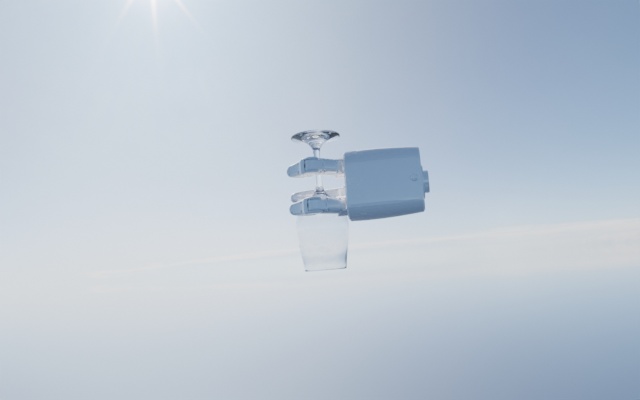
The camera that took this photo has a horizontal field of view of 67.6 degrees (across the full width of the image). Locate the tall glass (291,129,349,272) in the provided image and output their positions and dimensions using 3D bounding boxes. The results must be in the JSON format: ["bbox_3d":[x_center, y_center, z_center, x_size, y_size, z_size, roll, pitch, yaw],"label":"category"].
[{"bbox_3d":[0.000,0.002,0.705,0.079,0.201,0.079,-4,-7,-1],"label":"tall glass"}]
